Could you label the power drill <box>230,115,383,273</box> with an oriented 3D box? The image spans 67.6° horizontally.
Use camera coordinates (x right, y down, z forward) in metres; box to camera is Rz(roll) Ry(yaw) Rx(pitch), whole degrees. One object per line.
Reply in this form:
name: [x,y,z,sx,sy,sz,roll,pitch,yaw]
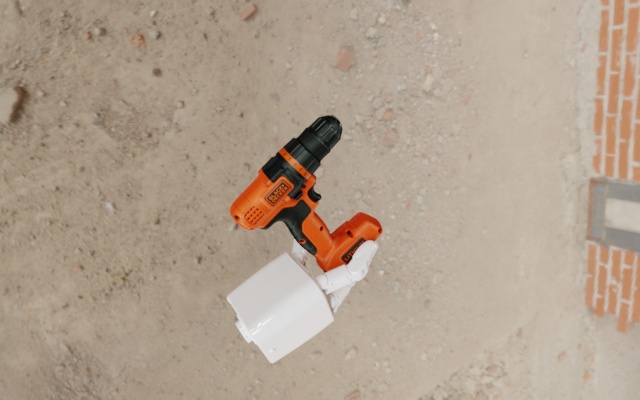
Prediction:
power drill: [0.000,0.003,0.645,0.188,0.184,0.057,43,5,-29]
